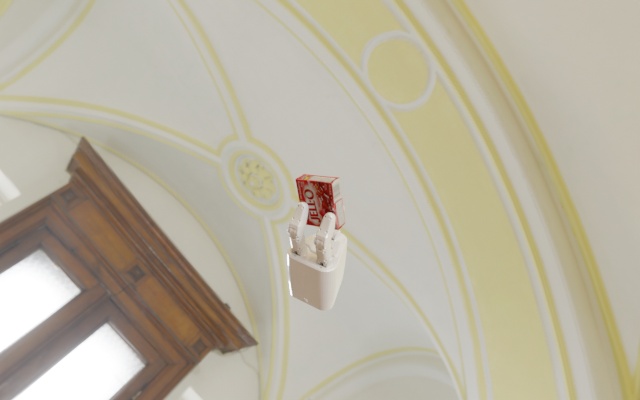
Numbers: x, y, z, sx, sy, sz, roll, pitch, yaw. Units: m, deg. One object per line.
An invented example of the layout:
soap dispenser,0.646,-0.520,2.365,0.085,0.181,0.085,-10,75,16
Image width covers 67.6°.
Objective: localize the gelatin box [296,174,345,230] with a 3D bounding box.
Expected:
gelatin box,0.000,0.002,0.812,0.073,0.089,0.030,8,28,33
